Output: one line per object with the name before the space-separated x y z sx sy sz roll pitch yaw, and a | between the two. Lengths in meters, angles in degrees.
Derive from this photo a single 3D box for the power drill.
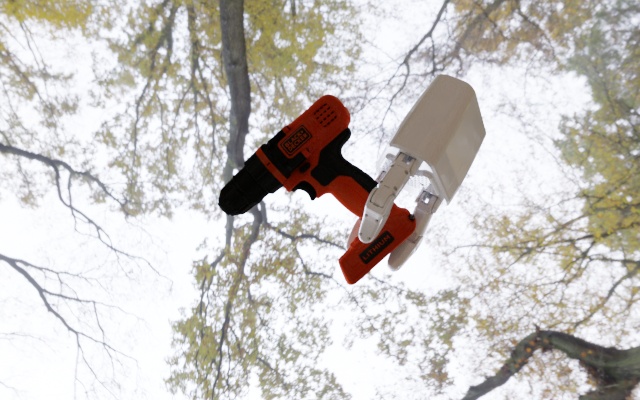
power drill | 0.001 0.002 0.541 0.184 0.187 0.057 -41 -2 6
